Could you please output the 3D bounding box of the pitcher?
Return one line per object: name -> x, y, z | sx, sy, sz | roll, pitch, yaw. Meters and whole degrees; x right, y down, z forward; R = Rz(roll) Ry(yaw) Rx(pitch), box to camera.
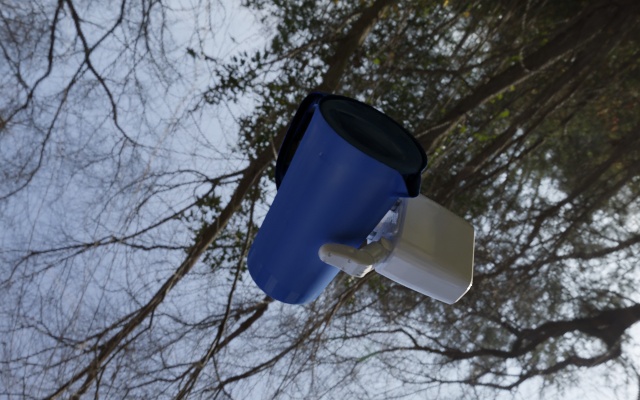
pitcher -> 0.000, 0.002, 0.568 | 0.145, 0.243, 0.149 | 26, 31, -10
